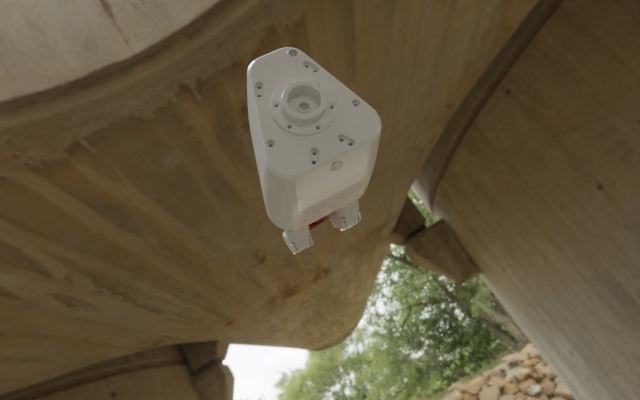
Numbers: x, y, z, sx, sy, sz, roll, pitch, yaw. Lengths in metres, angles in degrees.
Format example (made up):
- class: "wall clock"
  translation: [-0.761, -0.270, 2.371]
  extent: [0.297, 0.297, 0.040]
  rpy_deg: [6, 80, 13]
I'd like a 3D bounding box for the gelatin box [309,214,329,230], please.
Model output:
- class: "gelatin box"
  translation: [0.000, 0.001, 0.520]
  extent: [0.073, 0.030, 0.089]
  rpy_deg: [-32, -13, 0]
